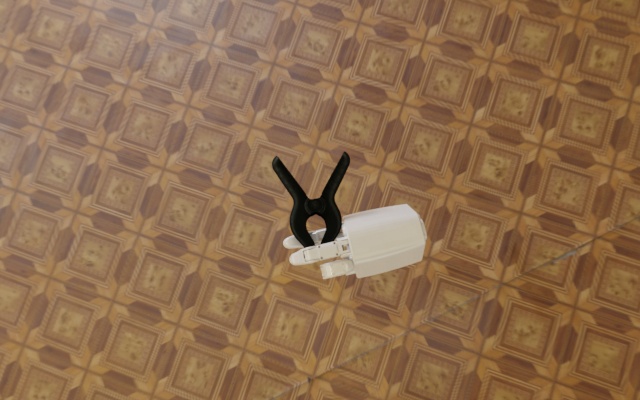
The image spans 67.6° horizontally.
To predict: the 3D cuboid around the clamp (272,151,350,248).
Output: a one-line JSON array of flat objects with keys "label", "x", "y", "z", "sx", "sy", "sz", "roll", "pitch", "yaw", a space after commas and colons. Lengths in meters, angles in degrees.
[{"label": "clamp", "x": 0.000, "y": 0.002, "z": 0.728, "sx": 0.120, "sy": 0.171, "sz": 0.039, "roll": -14, "pitch": -8, "yaw": 2}]
